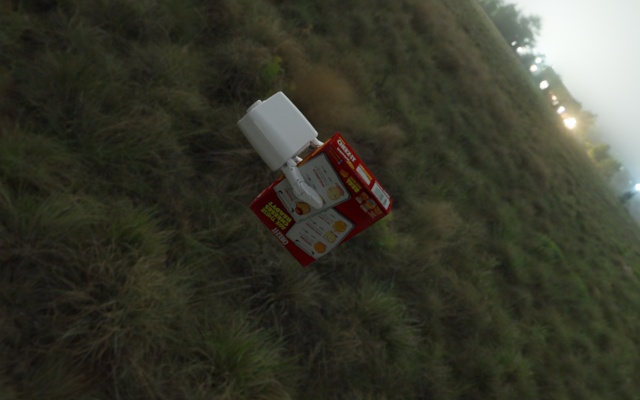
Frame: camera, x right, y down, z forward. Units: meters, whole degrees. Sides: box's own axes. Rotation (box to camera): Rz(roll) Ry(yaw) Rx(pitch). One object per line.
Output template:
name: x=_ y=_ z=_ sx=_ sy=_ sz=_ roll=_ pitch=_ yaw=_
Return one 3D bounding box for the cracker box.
cracker box: x=0.000 y=0.003 z=0.888 sx=0.214 sy=0.164 sz=0.072 roll=-35 pitch=11 yaw=29
